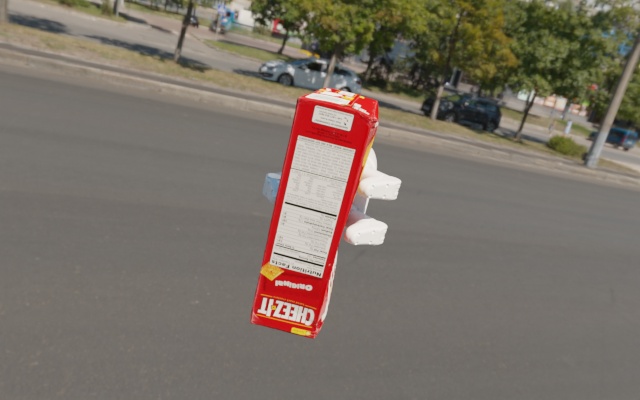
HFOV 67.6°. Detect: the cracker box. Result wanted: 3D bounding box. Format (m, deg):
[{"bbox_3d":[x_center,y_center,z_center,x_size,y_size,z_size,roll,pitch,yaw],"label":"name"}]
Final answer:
[{"bbox_3d":[0.000,0.001,0.482,0.072,0.214,0.164,15,17,3],"label":"cracker box"}]
